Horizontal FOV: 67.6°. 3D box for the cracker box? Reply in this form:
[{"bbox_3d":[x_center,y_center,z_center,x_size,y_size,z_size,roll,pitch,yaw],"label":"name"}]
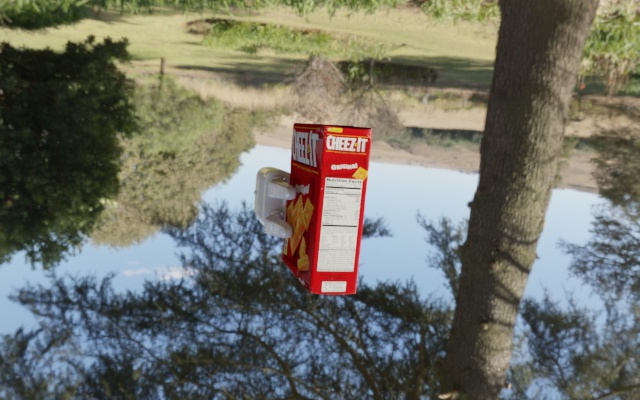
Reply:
[{"bbox_3d":[0.000,0.002,0.661,0.072,0.214,0.164,2,9,-18],"label":"cracker box"}]
